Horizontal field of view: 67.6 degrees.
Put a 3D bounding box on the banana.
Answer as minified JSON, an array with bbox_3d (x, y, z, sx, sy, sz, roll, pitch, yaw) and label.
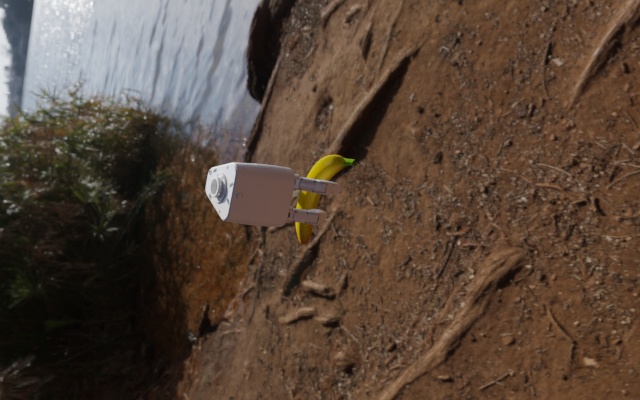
[{"bbox_3d":[-0.007,-0.012,0.869,0.037,0.198,0.069,4,37,-40],"label":"banana"}]
